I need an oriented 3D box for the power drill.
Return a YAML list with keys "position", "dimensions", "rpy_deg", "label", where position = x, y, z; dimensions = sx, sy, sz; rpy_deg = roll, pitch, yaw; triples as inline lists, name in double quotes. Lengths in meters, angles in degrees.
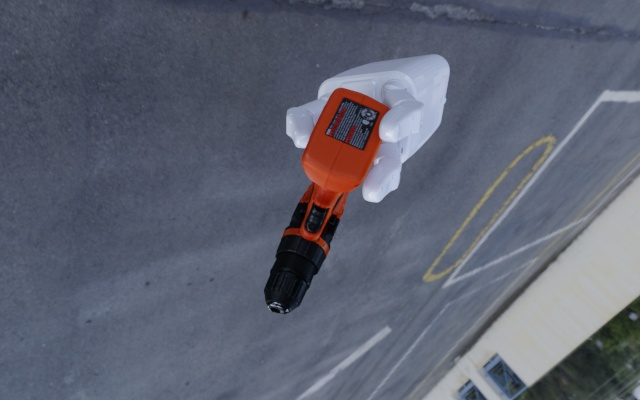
- position: [0.000, 0.001, 0.458]
  dimensions: [0.057, 0.184, 0.188]
  rpy_deg: [22, -34, 0]
  label: "power drill"
